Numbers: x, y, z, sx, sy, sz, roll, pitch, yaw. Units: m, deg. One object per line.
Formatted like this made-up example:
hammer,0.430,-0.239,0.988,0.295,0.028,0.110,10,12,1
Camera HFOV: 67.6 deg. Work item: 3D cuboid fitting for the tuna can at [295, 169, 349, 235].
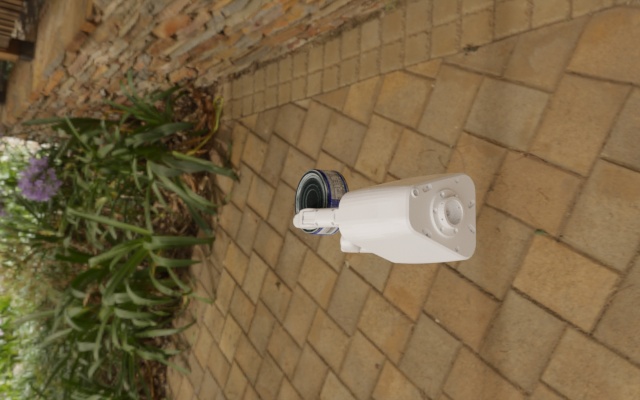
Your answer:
tuna can,0.000,0.002,0.623,0.034,0.086,0.086,3,-2,-32
